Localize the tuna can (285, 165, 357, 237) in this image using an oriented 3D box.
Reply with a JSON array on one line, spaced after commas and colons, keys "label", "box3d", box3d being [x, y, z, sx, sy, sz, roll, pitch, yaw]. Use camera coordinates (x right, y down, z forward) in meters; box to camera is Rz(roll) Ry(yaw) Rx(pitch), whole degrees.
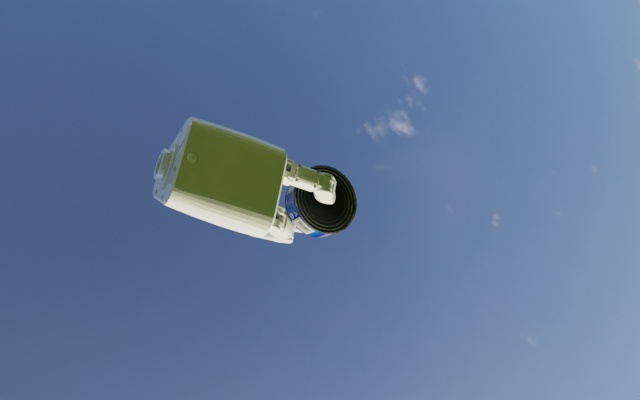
[{"label": "tuna can", "box3d": [0.000, 0.002, 0.591, 0.086, 0.086, 0.034, 0, -14, -29]}]
